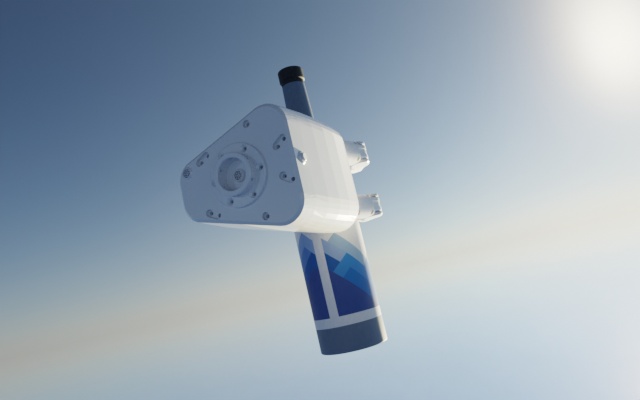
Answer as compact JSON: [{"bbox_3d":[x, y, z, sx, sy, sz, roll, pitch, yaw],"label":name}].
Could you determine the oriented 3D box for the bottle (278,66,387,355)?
[{"bbox_3d":[0.000,0.002,0.492,0.069,0.295,0.069,-13,-10,-2],"label":"bottle"}]
